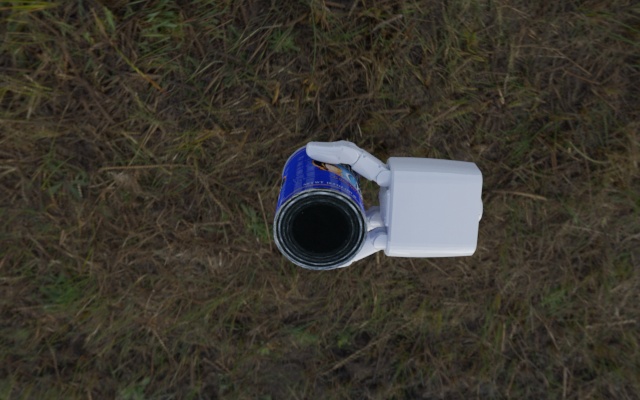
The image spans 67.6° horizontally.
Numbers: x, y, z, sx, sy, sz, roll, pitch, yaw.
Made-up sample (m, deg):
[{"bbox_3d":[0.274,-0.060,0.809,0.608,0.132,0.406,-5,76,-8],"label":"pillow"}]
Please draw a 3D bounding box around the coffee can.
[{"bbox_3d":[0.000,0.002,0.575,0.103,0.103,0.140,0,27,0],"label":"coffee can"}]
